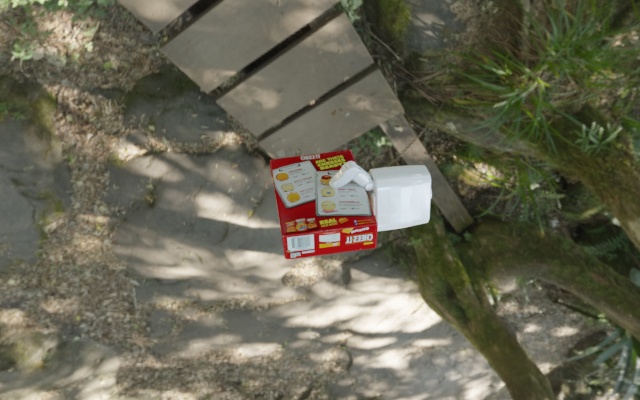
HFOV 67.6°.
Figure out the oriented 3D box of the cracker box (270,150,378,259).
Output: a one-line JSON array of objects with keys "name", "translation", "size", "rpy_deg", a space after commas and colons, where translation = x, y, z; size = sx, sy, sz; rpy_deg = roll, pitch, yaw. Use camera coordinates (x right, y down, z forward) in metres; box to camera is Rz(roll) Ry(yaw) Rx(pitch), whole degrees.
[{"name": "cracker box", "translation": [0.000, 0.003, 0.883], "size": [0.164, 0.072, 0.213], "rpy_deg": [-7, 42, -7]}]
